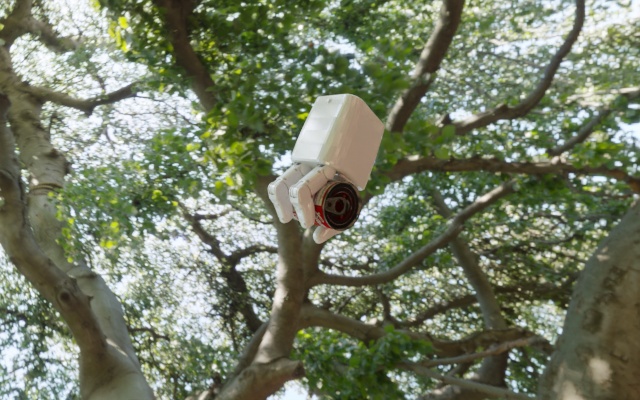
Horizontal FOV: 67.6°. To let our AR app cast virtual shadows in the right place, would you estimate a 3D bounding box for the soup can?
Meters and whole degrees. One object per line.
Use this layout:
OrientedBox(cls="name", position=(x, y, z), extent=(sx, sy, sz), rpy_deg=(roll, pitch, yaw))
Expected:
OrientedBox(cls="soup can", position=(0.000, 0.003, 0.681), extent=(0.068, 0.068, 0.102), rpy_deg=(0, 6, -38))
